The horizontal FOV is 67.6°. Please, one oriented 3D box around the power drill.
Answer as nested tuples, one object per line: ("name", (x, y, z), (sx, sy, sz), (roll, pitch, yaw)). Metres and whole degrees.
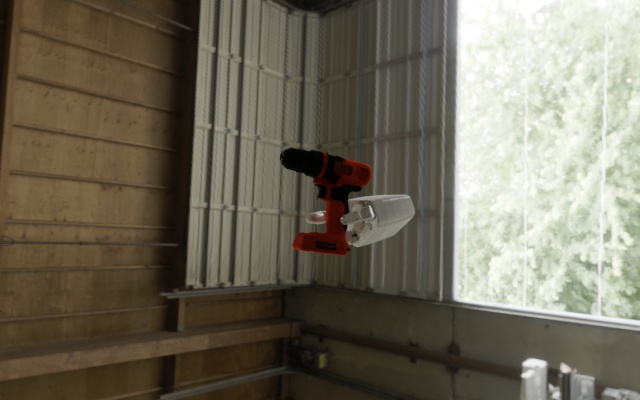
("power drill", (0.000, 0.003, 0.892), (0.184, 0.187, 0.057), (11, -1, -21))
